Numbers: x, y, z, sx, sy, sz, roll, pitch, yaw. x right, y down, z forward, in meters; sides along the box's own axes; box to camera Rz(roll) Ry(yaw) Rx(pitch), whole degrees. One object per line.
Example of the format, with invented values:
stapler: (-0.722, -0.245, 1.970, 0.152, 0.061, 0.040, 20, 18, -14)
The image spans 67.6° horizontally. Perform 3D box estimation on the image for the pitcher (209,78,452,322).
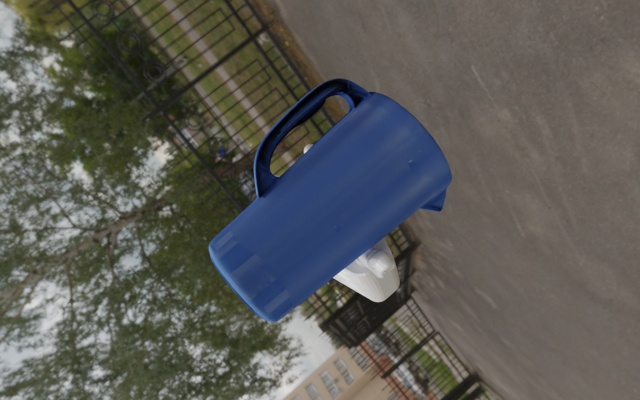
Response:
pitcher: (0.000, 0.002, 0.502, 0.149, 0.243, 0.145, 45, -8, 33)
